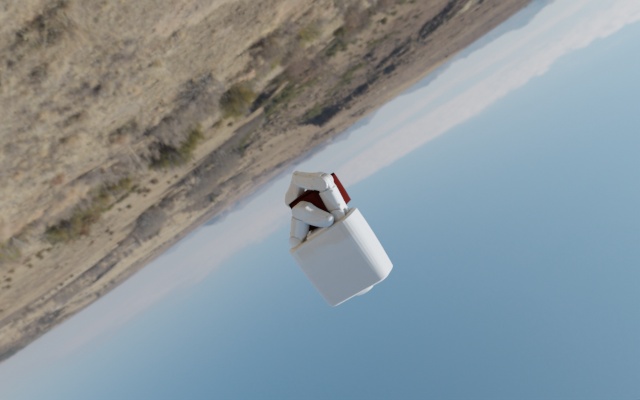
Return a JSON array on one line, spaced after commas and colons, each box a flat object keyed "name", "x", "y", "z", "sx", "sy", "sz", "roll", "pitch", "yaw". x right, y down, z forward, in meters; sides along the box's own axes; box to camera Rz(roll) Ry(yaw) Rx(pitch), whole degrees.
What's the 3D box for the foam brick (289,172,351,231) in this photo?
[{"name": "foam brick", "x": 0.000, "y": 0.002, "z": 0.719, "sx": 0.053, "sy": 0.051, "sz": 0.078, "roll": -31, "pitch": 6, "yaw": 36}]
